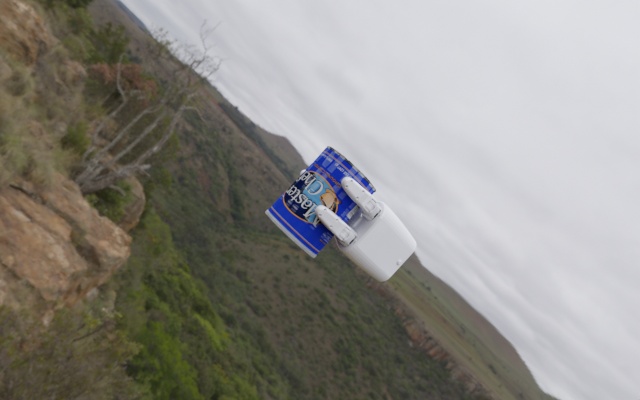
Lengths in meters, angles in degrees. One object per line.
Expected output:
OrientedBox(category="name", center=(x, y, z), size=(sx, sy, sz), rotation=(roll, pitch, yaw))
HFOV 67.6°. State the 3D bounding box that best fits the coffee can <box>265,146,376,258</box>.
OrientedBox(category="coffee can", center=(0.000, 0.002, 0.729), size=(0.103, 0.140, 0.103), rotation=(43, -2, 2))
